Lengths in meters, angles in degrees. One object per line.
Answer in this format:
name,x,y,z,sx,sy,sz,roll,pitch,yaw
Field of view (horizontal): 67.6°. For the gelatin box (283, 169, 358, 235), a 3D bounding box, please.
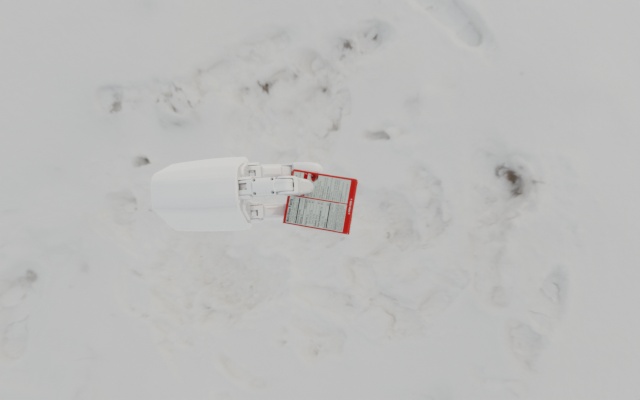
gelatin box,0.000,0.002,0.630,0.089,0.073,0.030,9,-4,6
